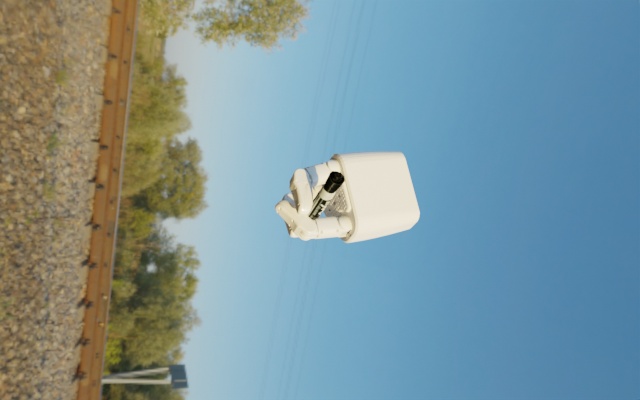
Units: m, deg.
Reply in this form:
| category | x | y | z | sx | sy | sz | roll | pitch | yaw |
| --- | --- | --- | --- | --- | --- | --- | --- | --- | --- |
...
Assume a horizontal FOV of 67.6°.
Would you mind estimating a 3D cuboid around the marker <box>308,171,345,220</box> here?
| category | x | y | z | sx | sy | sz | roll | pitch | yaw |
| --- | --- | --- | --- | --- | --- | --- | --- | --- | --- |
| marker | 0.000 | 0.002 | 0.579 | 0.020 | 0.020 | 0.121 | 0 | -31 | -23 |
